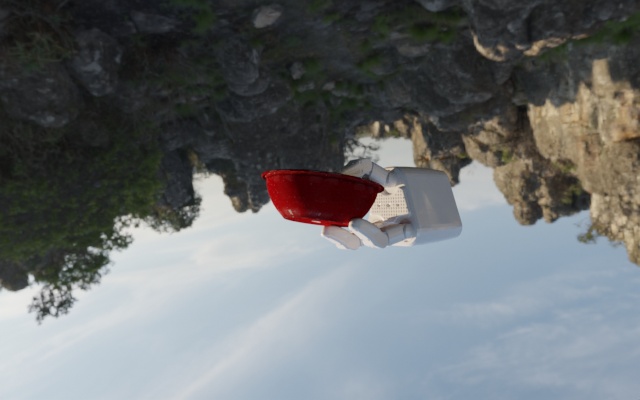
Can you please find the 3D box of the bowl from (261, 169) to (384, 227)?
[{"bbox_3d":[-0.001,0.002,0.622,0.162,0.055,0.162,7,-7,1],"label":"bowl"}]
